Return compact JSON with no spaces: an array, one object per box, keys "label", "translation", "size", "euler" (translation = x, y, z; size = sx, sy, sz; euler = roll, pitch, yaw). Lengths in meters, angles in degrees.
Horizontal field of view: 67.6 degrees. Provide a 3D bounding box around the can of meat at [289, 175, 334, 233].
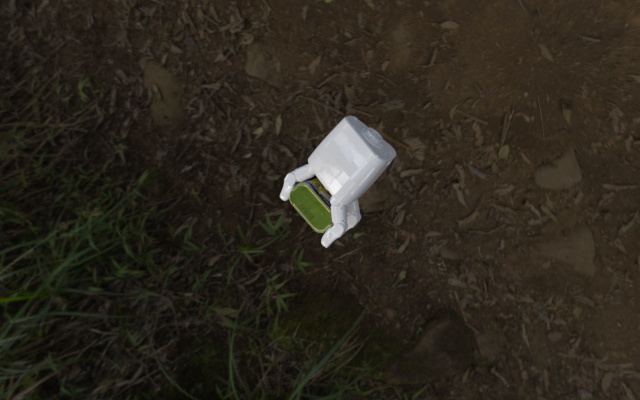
[{"label":"can of meat","translation":[0.000,0.003,0.878],"size":[0.057,0.102,0.084],"euler":[-45,-5,28]}]
